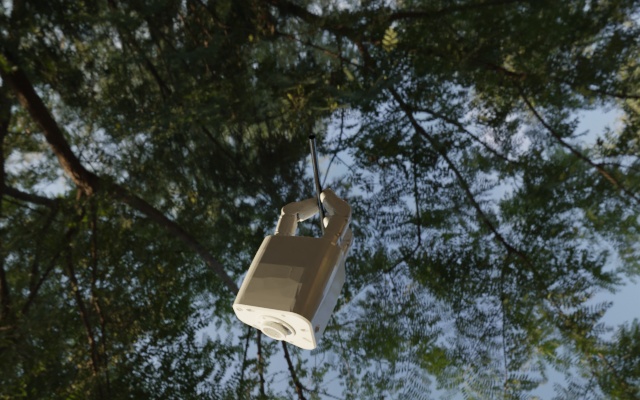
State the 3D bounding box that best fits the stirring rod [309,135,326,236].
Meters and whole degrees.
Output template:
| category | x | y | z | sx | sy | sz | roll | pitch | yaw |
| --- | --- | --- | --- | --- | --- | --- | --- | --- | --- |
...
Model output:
| category | x | y | z | sx | sy | sz | roll | pitch | yaw |
| --- | --- | --- | --- | --- | --- | --- | --- | --- | --- |
| stirring rod | 0.000 | 0.002 | 0.658 | 0.011 | 0.011 | 0.240 | 0 | -40 | 6 |
